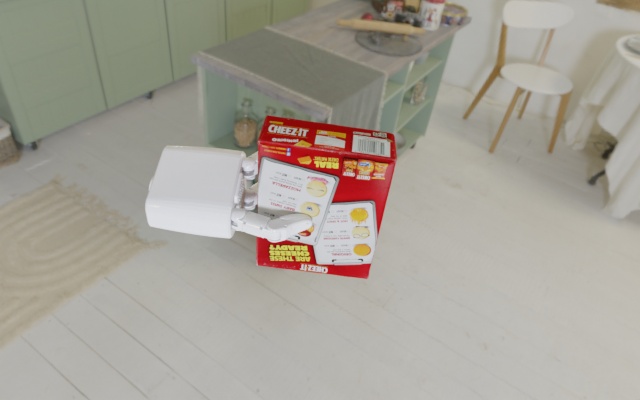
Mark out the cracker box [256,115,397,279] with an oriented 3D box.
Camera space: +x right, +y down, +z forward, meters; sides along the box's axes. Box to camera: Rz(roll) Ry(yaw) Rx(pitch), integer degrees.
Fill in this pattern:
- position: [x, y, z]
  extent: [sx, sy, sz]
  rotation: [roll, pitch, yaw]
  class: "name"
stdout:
- position: [0.000, 0.002, 0.636]
  extent: [0.164, 0.214, 0.072]
  rotation: [7, 41, 0]
  class: "cracker box"
